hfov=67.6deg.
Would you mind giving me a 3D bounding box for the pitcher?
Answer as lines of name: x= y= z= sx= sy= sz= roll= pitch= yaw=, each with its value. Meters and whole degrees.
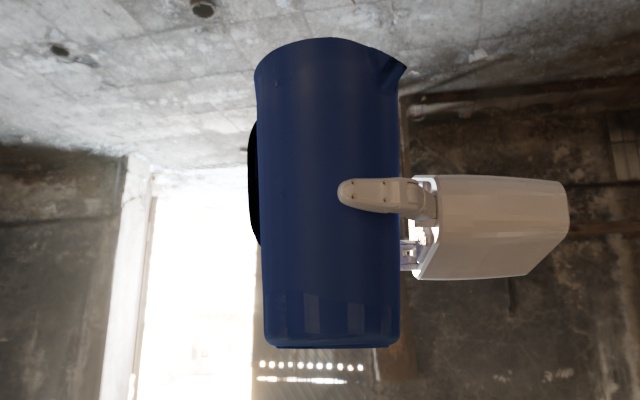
pitcher: x=0.000 y=0.001 z=0.415 sx=0.145 sy=0.242 sz=0.149 roll=0 pitch=-16 yaw=-2
